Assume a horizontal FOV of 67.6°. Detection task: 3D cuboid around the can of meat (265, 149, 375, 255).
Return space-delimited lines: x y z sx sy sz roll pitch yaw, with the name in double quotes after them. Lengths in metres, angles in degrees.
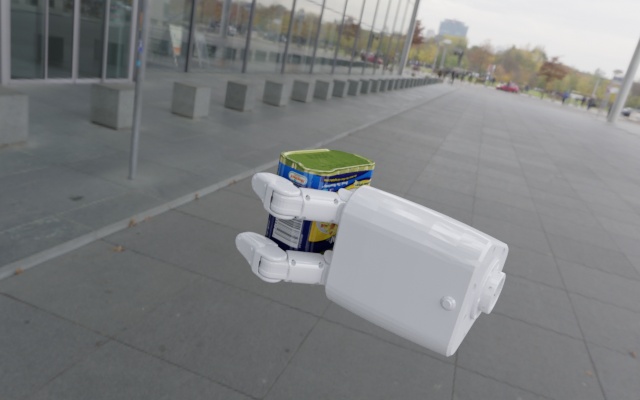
0.000 0.001 0.429 0.057 0.084 0.102 24 22 32 "can of meat"
